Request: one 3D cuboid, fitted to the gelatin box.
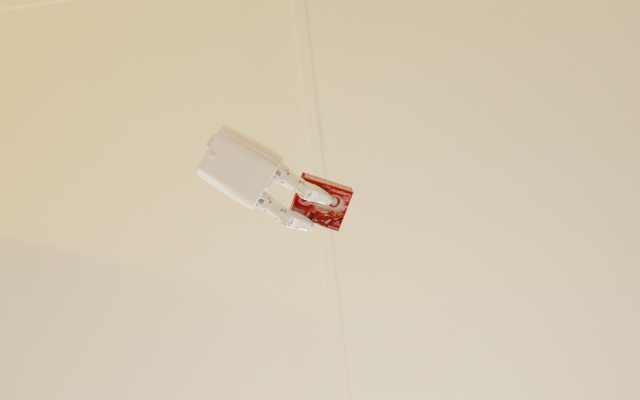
[{"bbox_3d":[0.000,0.003,0.785,0.089,0.073,0.030,17,18,-9],"label":"gelatin box"}]
